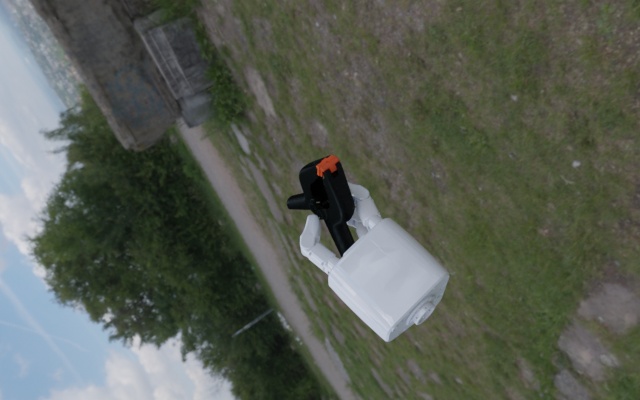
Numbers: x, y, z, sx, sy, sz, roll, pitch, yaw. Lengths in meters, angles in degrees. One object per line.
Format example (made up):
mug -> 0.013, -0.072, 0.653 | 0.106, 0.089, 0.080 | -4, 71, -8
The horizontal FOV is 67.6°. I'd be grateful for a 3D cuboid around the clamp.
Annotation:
clamp -> 0.000, 0.002, 0.668 | 0.036, 0.210, 0.164 | -37, 60, -21
